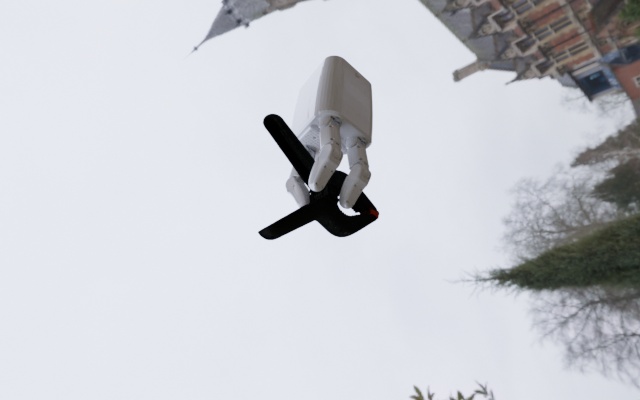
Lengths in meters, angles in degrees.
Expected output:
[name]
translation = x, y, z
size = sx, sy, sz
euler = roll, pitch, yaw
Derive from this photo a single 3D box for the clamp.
[clamp]
translation = 0.000, 0.002, 0.616
size = 0.036, 0.164, 0.210
euler = -22, -39, 39
